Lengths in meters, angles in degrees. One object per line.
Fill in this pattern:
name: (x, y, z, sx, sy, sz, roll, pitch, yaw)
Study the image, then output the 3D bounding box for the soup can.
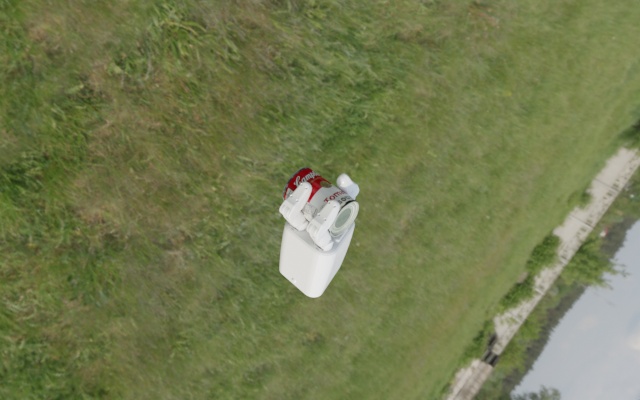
soup can: (0.000, 0.002, 0.741, 0.102, 0.068, 0.068, 36, 18, 27)
